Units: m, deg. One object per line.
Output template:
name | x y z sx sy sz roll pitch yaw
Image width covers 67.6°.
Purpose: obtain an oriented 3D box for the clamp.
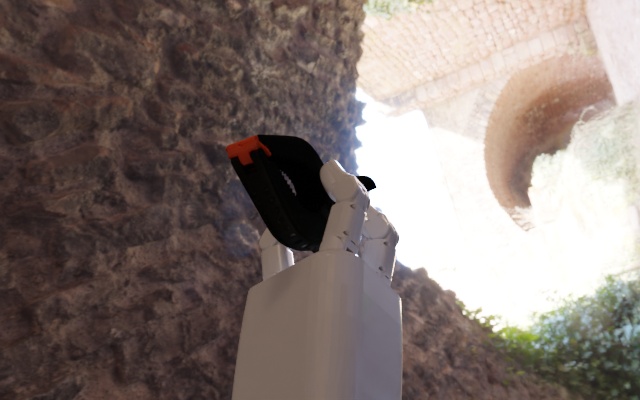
clamp | -0.001 0.001 0.413 0.036 0.164 0.210 -16 -42 28
